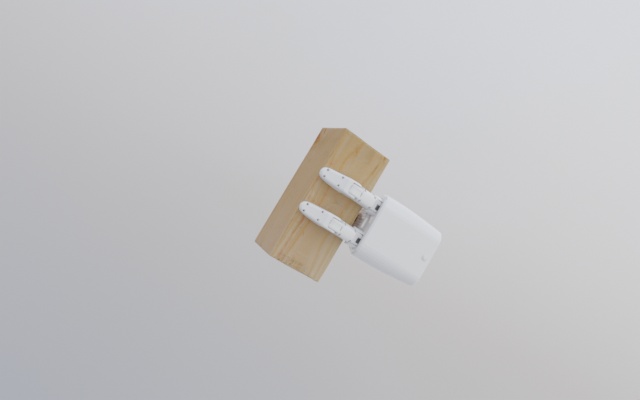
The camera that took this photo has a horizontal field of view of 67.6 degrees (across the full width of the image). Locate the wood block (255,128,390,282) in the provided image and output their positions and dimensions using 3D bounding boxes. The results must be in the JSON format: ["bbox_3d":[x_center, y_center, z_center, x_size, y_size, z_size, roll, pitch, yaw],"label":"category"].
[{"bbox_3d":[0.000,0.002,0.714,0.090,0.206,0.091,33,-4,-23],"label":"wood block"}]
